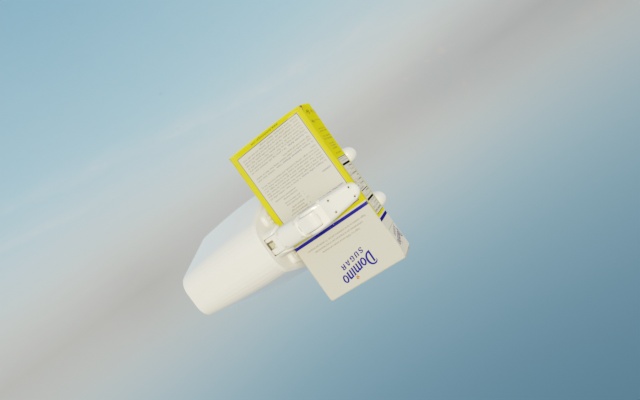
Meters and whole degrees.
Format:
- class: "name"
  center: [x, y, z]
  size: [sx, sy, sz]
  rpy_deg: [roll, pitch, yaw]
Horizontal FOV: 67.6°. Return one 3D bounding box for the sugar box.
- class: "sugar box"
  center: [0.000, 0.001, 0.474]
  size: [0.093, 0.176, 0.048]
  rpy_deg: [-34, 4, 21]
